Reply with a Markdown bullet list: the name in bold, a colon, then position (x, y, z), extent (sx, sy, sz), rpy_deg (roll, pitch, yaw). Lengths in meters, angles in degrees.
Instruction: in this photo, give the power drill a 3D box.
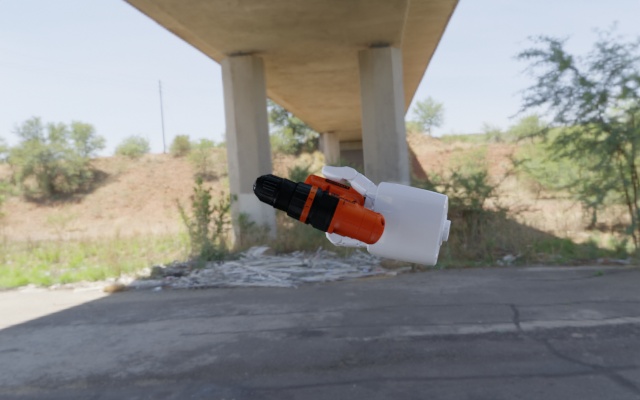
- **power drill**: position (0.000, 0.002, 0.708), extent (0.184, 0.057, 0.187), rpy_deg (23, 9, 0)
